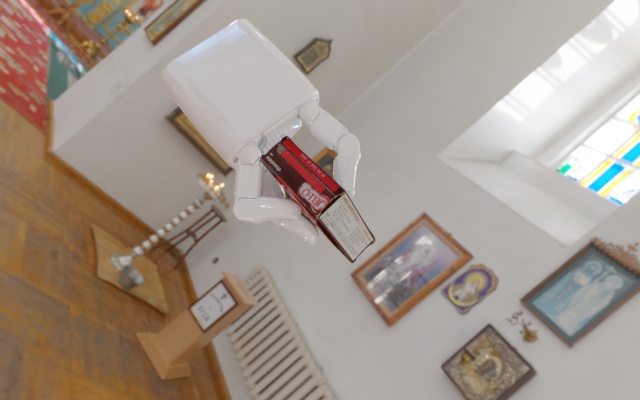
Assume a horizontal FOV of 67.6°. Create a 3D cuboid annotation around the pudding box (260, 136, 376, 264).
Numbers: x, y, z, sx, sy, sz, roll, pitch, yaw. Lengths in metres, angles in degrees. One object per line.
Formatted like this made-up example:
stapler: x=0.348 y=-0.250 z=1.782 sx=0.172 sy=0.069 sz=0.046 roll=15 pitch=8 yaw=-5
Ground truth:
pudding box: x=0.000 y=0.001 z=0.452 sx=0.090 sy=0.039 sz=0.113 roll=46 pitch=-2 yaw=33
